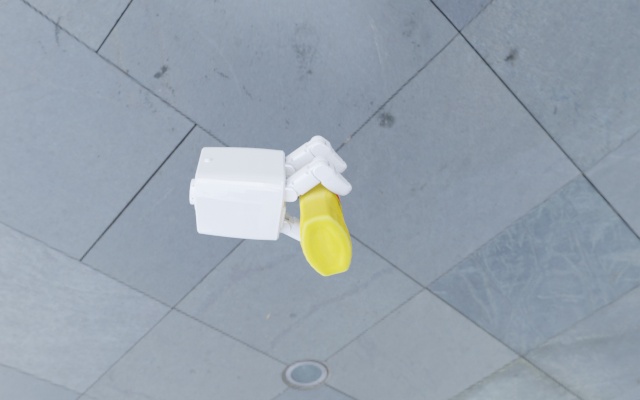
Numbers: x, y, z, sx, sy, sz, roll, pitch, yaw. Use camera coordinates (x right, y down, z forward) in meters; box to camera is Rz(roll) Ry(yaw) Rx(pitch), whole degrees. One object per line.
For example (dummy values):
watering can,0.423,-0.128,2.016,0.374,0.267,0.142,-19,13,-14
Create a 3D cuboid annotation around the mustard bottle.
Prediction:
mustard bottle,0.000,0.002,0.632,0.058,0.096,0.191,-16,35,6
